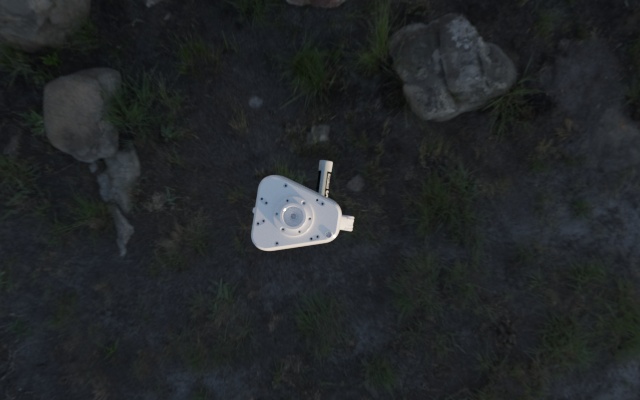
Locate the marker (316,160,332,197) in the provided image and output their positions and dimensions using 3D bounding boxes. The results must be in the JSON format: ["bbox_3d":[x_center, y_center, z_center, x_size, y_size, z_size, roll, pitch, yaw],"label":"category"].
[{"bbox_3d":[0.000,0.002,0.694,0.020,0.121,0.020,8,-1,0],"label":"marker"}]
